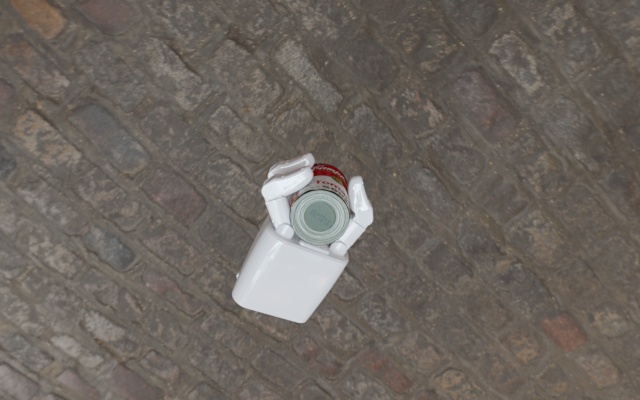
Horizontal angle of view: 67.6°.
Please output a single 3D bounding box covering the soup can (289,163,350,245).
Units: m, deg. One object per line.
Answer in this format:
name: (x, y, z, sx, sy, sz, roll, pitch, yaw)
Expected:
soup can: (0.000, 0.002, 0.563, 0.068, 0.068, 0.102, 0, 20, 2)
